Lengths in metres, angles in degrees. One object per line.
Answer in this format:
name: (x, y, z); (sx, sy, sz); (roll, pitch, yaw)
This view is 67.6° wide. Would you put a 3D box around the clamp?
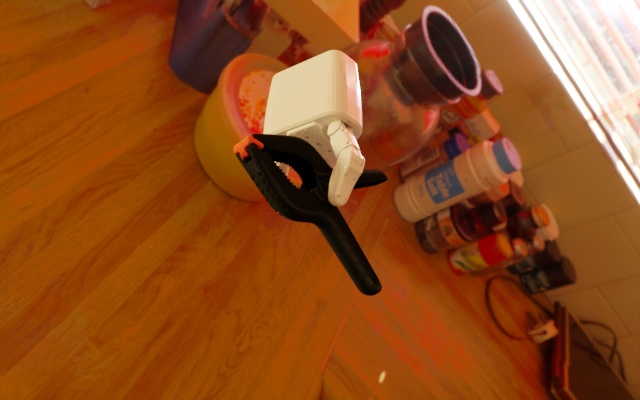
clamp: (0.000, 0.001, 0.504); (0.210, 0.164, 0.036); (26, -39, -35)
